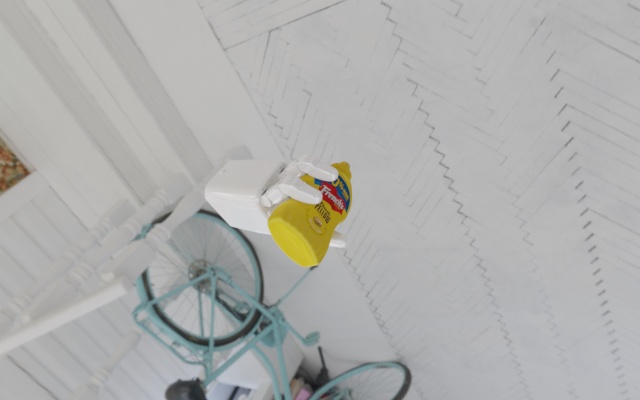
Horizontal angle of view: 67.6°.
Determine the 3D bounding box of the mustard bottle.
[{"bbox_3d":[0.000,0.002,0.721,0.058,0.096,0.191,-20,27,42],"label":"mustard bottle"}]
